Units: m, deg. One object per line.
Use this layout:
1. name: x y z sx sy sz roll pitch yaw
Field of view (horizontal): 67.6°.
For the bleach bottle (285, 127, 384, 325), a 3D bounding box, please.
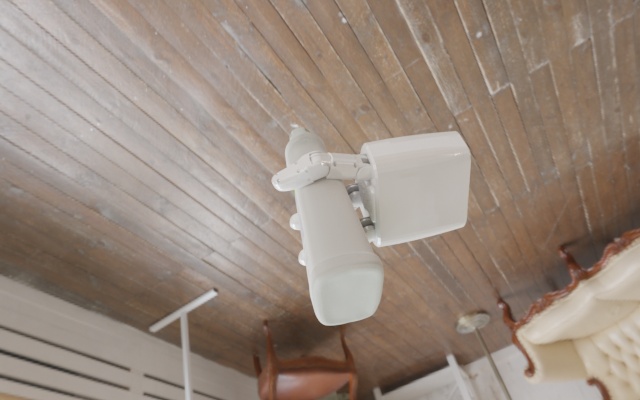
1. bleach bottle: 0.000 0.002 0.522 0.068 0.250 0.103 -10 -42 -7
